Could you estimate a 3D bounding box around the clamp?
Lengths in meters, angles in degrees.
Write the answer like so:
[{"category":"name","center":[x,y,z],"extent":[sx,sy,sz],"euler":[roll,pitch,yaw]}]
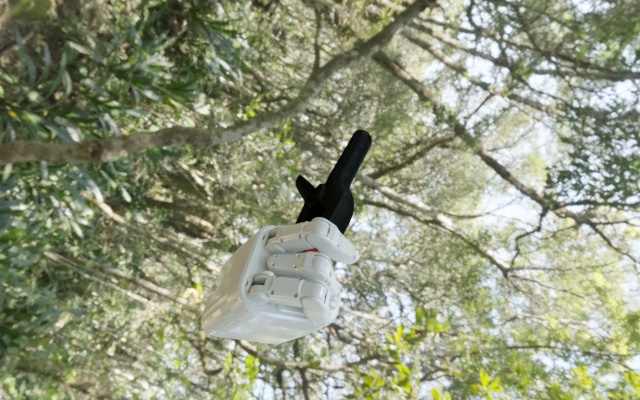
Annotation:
[{"category":"clamp","center":[0.001,0.002,0.539],"extent":[0.039,0.171,0.120],"euler":[35,-44,-18]}]
